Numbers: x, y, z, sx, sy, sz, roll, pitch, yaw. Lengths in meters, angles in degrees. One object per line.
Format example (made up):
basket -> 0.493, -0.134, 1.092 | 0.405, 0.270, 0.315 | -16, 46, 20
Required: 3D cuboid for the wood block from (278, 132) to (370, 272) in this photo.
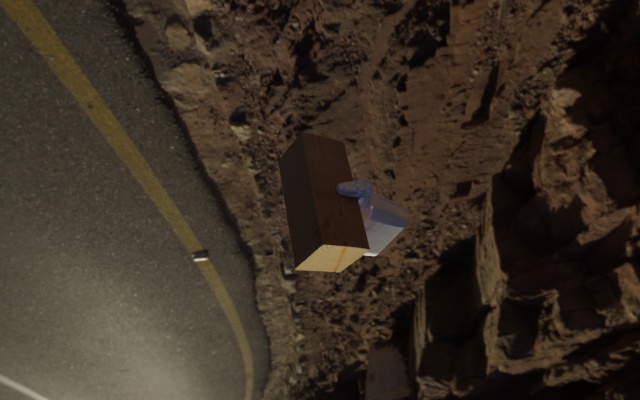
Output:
wood block -> 0.001, 0.003, 0.783 | 0.090, 0.206, 0.091 | 9, -35, -32
